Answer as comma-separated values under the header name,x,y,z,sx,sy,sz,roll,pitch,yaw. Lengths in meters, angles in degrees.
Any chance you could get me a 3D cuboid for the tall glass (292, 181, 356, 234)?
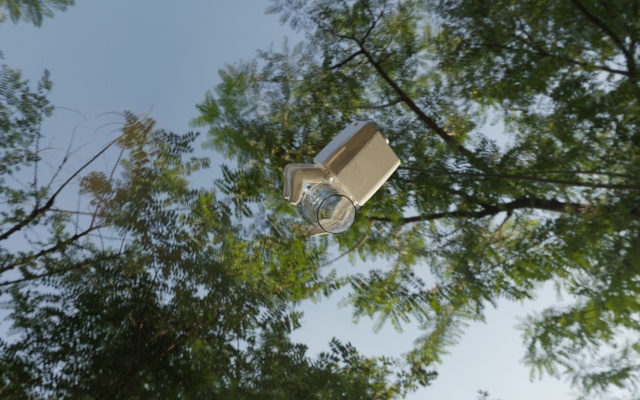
name,x,y,z,sx,sy,sz,roll,pitch,yaw
tall glass,0.000,0.003,0.811,0.079,0.079,0.201,0,11,-14
